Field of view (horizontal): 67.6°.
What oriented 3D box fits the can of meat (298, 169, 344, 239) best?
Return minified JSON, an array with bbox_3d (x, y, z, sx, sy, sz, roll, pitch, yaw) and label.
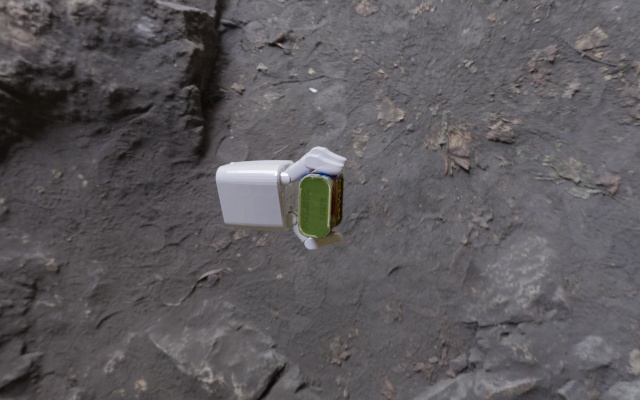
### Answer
[{"bbox_3d":[0.000,0.003,0.750,0.057,0.102,0.084,4,13,13],"label":"can of meat"}]
